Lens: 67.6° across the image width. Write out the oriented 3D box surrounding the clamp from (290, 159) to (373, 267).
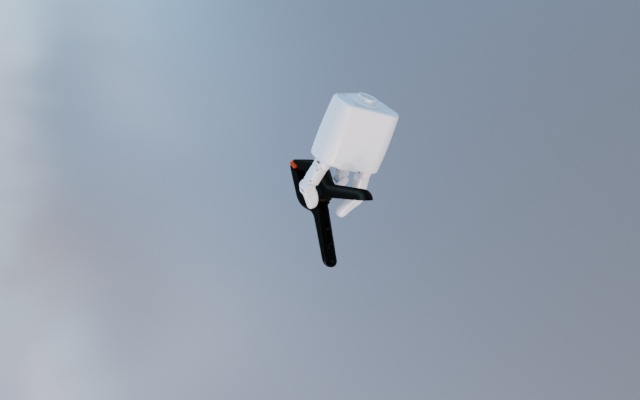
[{"bbox_3d":[-0.001,0.002,0.846,0.036,0.165,0.210,-1,34,-37],"label":"clamp"}]
